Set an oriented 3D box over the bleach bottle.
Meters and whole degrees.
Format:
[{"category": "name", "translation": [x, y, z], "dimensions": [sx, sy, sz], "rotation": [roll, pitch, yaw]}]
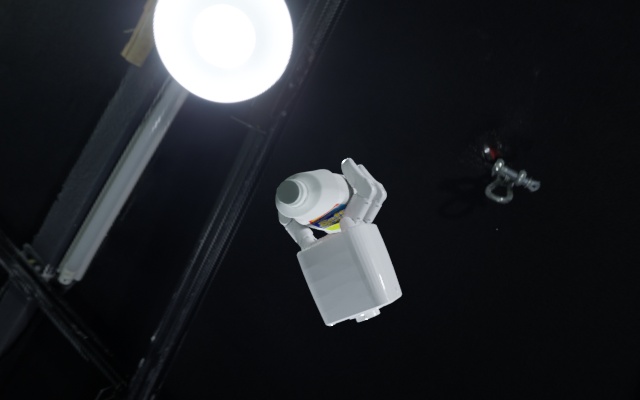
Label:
[{"category": "bleach bottle", "translation": [0.000, 0.002, 0.651], "dimensions": [0.102, 0.068, 0.251], "rotation": [-26, -12, 17]}]
